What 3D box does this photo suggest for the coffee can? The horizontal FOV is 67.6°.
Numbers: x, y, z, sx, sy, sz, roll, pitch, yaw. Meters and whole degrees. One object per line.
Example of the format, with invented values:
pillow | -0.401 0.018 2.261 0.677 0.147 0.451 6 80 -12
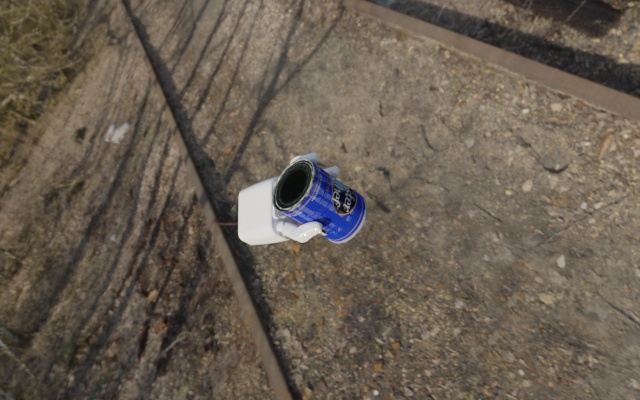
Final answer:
coffee can | 0.000 0.003 0.845 0.140 0.102 0.103 32 -20 -37
